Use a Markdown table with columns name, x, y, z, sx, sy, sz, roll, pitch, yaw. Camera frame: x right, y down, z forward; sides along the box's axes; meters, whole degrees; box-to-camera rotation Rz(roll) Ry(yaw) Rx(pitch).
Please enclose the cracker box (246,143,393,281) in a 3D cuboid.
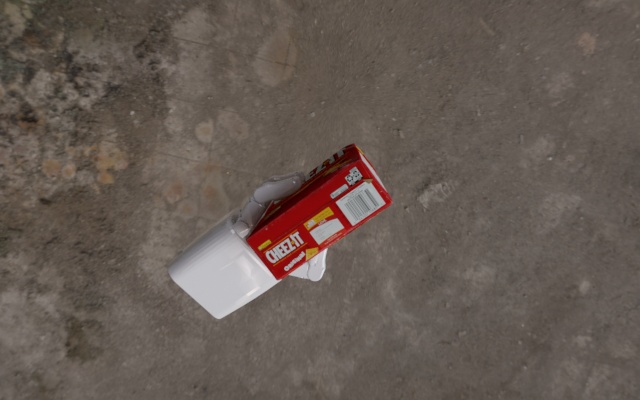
| name | x | y | z | sx | sy | sz | roll | pitch | yaw |
| --- | --- | --- | --- | --- | --- | --- | --- | --- | --- |
| cracker box | 0.000 | 0.002 | 0.636 | 0.164 | 0.072 | 0.213 | -35 | 9 | 8 |
